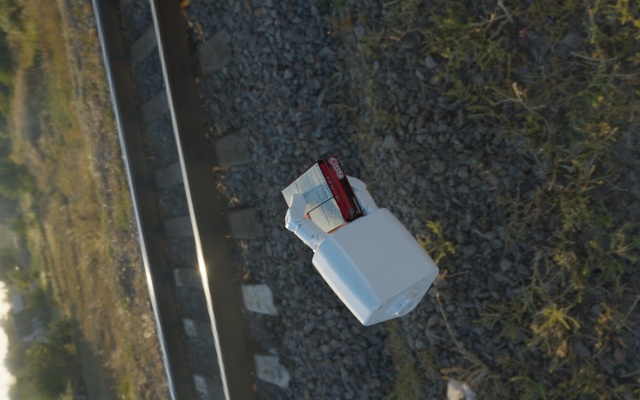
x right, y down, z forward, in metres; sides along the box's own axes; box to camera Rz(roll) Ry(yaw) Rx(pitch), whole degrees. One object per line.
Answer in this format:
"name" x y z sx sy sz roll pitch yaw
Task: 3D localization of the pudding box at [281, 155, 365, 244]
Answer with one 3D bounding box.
"pudding box" 0.000 0.002 0.647 0.039 0.090 0.113 -18 -9 -37
